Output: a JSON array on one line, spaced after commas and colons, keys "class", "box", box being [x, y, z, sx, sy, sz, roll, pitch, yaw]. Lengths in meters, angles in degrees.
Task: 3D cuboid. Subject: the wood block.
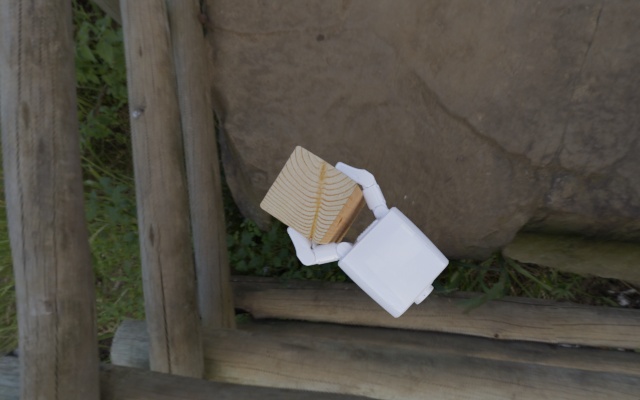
[{"class": "wood block", "box": [0.001, 0.002, 0.672, 0.090, 0.091, 0.206, 33, 0, 10]}]
